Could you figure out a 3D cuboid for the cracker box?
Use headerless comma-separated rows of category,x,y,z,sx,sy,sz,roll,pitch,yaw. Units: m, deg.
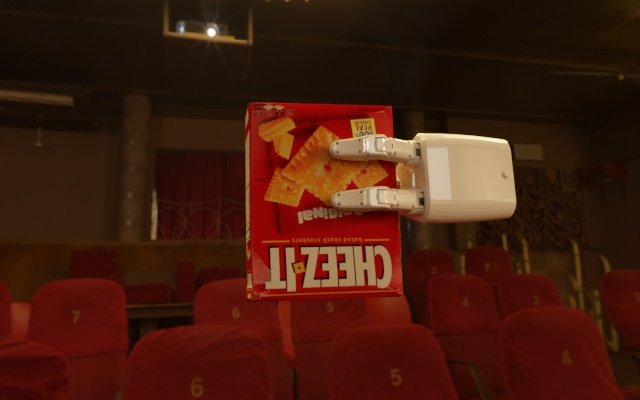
cracker box,0.000,0.002,0.531,0.164,0.213,0.072,0,-10,-12
